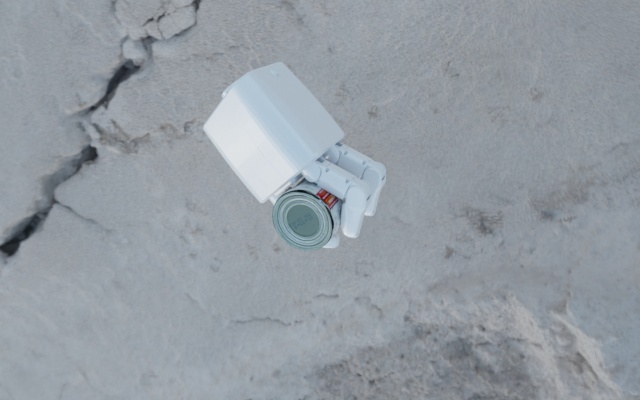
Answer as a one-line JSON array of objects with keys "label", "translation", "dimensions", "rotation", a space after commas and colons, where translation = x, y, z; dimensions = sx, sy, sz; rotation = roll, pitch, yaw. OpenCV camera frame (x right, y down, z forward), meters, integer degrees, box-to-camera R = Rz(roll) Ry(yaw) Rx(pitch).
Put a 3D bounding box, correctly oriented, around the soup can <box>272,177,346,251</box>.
[{"label": "soup can", "translation": [0.000, 0.002, 0.511], "dimensions": [0.068, 0.068, 0.102], "rotation": [0, 23, 24]}]
